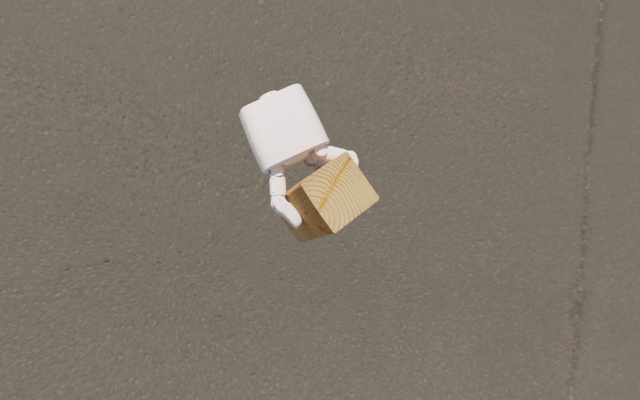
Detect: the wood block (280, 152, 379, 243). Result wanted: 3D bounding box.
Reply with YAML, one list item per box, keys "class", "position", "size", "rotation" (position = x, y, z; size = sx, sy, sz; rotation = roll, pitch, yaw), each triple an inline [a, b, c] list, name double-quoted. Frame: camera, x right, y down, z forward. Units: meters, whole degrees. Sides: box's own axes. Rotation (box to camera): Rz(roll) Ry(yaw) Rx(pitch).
- class: "wood block"
  position: [0.000, 0.002, 0.781]
  size: [0.091, 0.090, 0.206]
  rotation: [-35, 2, -18]
